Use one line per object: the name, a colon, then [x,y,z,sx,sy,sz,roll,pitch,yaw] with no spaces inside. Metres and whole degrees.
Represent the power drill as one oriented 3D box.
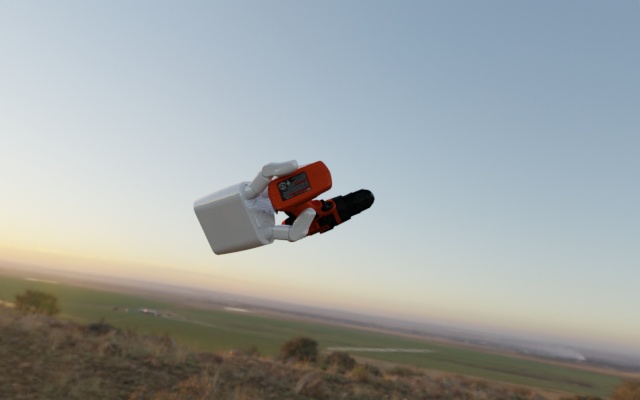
power drill: [0.000,0.003,0.827,0.184,0.057,0.188,-25,-26,3]
